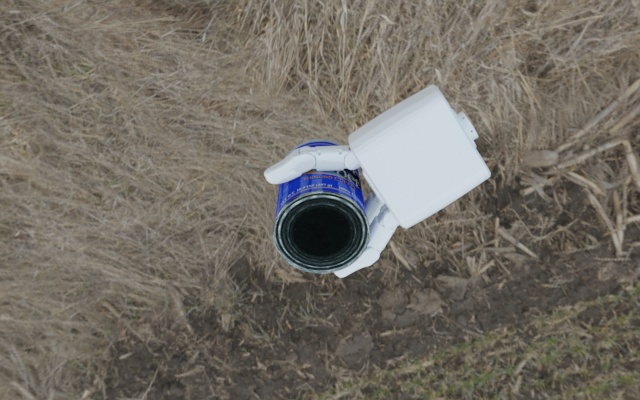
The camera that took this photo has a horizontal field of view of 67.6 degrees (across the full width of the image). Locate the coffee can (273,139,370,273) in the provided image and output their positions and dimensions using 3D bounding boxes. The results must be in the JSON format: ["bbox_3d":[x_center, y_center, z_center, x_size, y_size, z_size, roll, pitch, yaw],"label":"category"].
[{"bbox_3d":[0.000,0.002,0.558,0.103,0.103,0.140,0,29,-1],"label":"coffee can"}]
